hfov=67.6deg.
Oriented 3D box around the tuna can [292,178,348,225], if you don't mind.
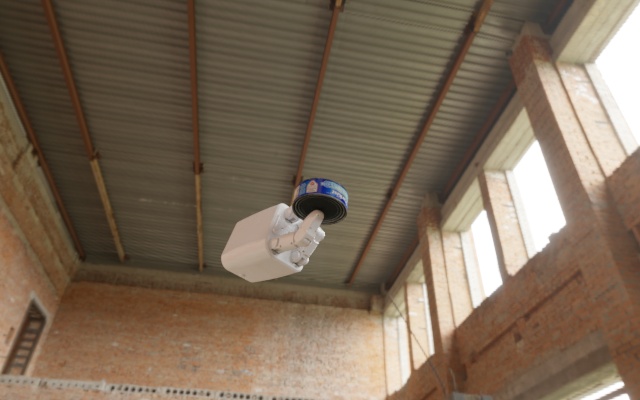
[{"bbox_3d":[0.000,0.002,0.744,0.086,0.033,0.086,5,-34,3],"label":"tuna can"}]
